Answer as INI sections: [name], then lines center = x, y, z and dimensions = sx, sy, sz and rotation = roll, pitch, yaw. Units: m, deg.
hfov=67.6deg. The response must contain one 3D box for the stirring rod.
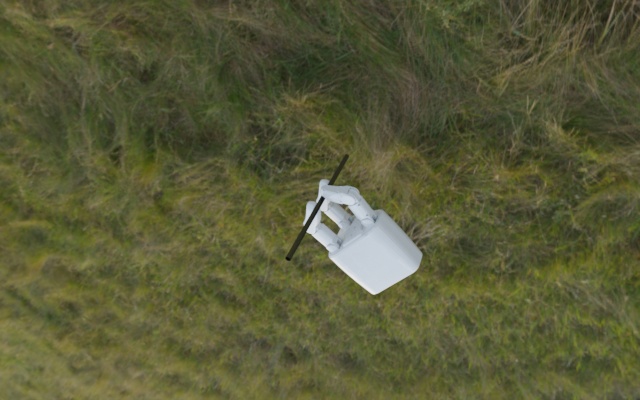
[stirring rod]
center = 0.000, 0.002, 0.737
dimensions = 0.011, 0.011, 0.239
rotation = 0, 41, 30
